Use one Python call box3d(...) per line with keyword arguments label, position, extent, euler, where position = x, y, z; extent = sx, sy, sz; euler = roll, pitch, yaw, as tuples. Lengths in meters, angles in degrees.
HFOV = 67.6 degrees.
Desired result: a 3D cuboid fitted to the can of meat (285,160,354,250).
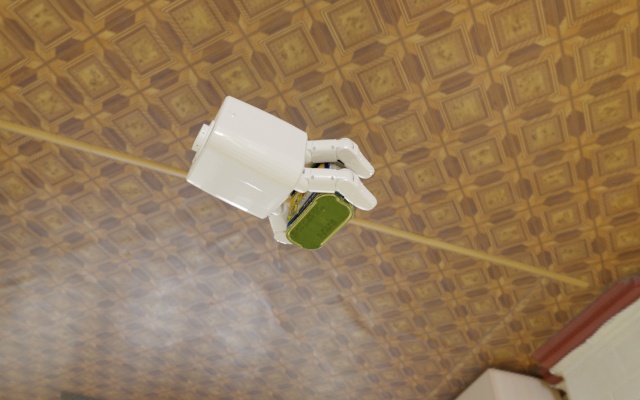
box3d(label="can of meat", position=(0.000, 0.002, 0.601), extent=(0.057, 0.083, 0.102), euler=(29, -53, -19))
